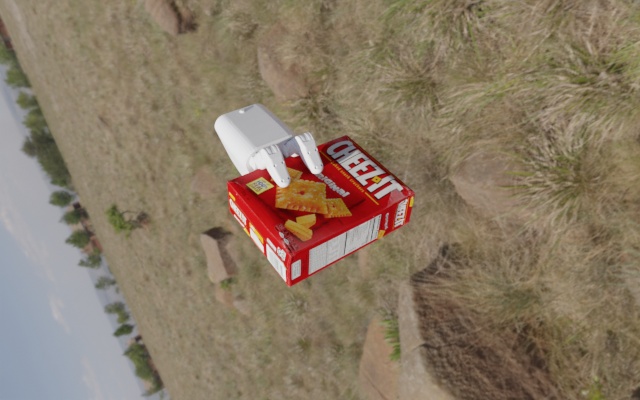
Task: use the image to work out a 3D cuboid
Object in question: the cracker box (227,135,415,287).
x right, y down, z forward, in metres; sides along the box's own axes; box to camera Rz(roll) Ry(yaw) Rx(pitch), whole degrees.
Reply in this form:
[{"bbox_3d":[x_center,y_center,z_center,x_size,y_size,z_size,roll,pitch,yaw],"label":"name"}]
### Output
[{"bbox_3d":[0.000,0.002,0.682,0.213,0.072,0.164,-25,52,-26],"label":"cracker box"}]
